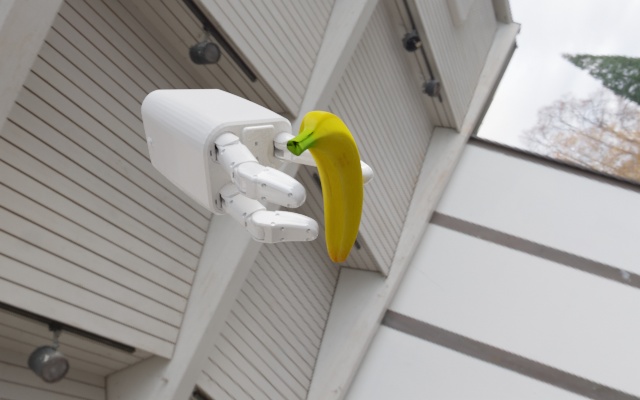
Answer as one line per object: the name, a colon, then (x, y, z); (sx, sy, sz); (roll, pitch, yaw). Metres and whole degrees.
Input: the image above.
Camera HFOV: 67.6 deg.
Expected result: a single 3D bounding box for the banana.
banana: (0.010, -0.015, 0.411); (0.037, 0.069, 0.198); (26, -22, 27)
